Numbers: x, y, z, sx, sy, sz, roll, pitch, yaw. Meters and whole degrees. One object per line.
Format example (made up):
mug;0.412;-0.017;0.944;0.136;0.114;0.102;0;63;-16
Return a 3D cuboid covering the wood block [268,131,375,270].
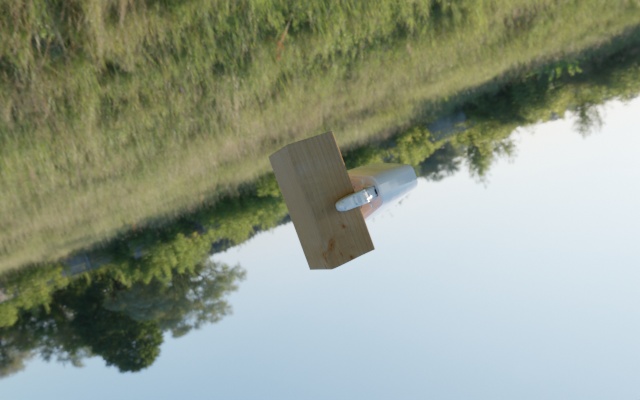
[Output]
wood block;0.001;0.003;0.793;0.090;0.206;0.091;-21;2;-27
